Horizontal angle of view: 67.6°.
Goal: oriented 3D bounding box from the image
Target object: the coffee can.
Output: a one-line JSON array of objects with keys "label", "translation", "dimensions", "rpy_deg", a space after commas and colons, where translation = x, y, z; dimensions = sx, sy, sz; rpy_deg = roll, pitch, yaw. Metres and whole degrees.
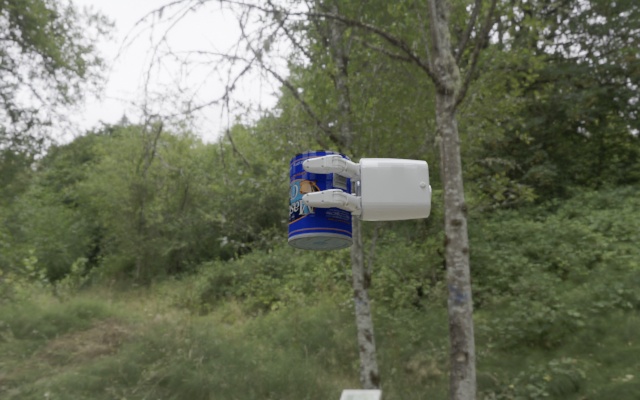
[{"label": "coffee can", "translation": [0.000, 0.003, 0.771], "dimensions": [0.103, 0.140, 0.103], "rpy_deg": [0, -17, 0]}]
